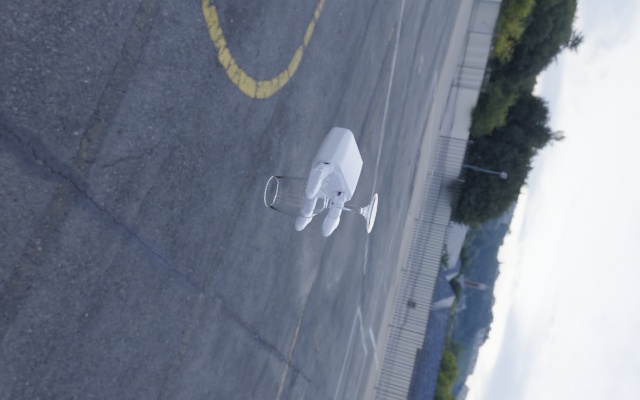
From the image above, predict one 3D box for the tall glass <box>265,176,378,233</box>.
[{"bbox_3d":[0.001,0.003,0.886,0.201,0.079,0.079,12,3,14],"label":"tall glass"}]
